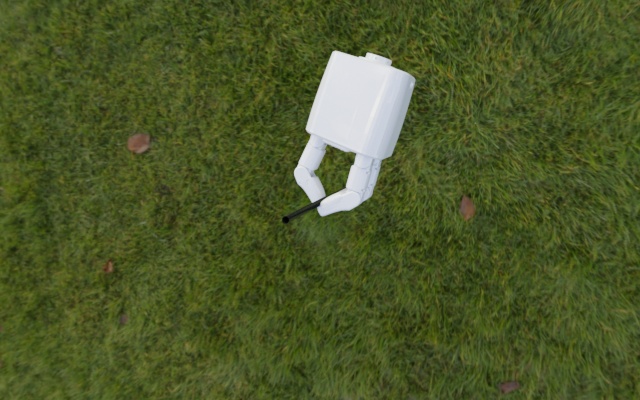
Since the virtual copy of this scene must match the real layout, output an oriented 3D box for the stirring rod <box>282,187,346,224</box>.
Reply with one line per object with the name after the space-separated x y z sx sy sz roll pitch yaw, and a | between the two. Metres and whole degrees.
0.000 0.002 0.611 0.011 0.011 0.239 0 9 18 | stirring rod
